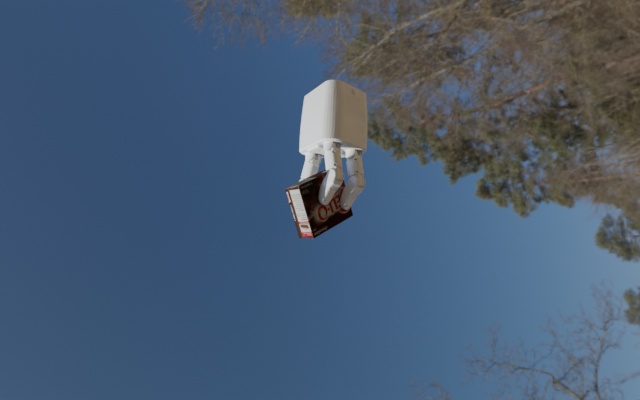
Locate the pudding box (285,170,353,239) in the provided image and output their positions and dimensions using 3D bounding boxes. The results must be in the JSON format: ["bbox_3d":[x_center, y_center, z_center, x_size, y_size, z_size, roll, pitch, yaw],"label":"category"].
[{"bbox_3d":[0.000,0.003,0.795,0.039,0.090,0.113,-6,15,45],"label":"pudding box"}]
